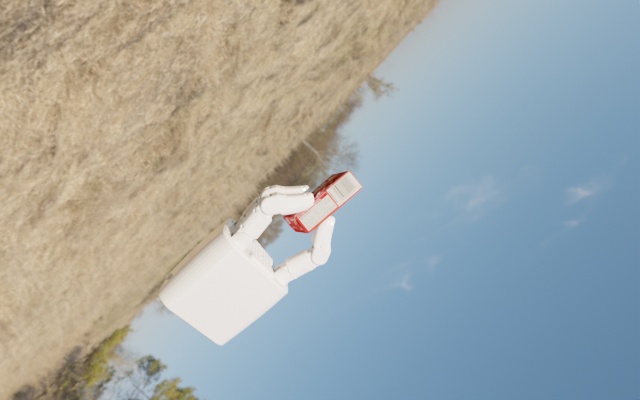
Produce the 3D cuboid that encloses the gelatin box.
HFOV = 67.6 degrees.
[{"bbox_3d":[0.001,0.002,0.584,0.089,0.030,0.073,-40,8,-11],"label":"gelatin box"}]
